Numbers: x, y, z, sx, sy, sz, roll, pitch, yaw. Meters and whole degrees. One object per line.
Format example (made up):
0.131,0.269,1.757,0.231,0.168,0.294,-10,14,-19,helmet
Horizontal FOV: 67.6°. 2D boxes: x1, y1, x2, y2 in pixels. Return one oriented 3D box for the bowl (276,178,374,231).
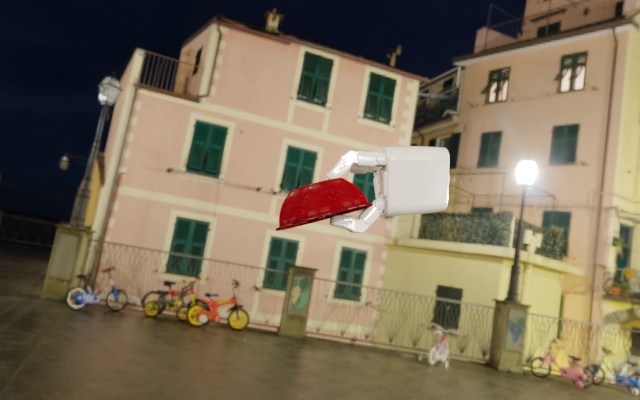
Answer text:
-0.001,0.002,0.761,0.162,0.055,0.162,-15,-4,-1,bowl
